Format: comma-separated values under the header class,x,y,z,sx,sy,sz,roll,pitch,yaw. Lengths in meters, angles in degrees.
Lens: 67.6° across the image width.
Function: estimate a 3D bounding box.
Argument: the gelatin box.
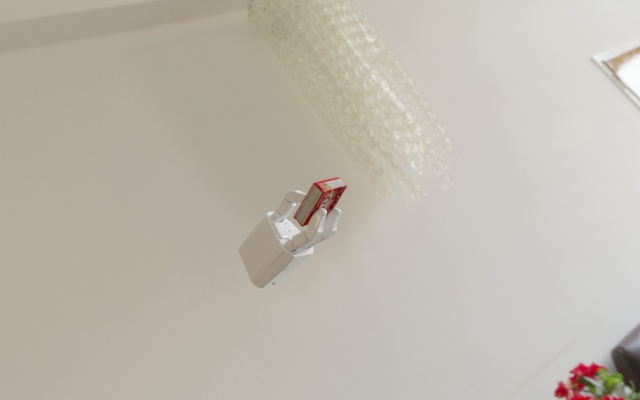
class,x,y,z,sx,sy,sz,roll,pitch,yaw
gelatin box,0.000,0.002,0.873,0.030,0.089,0.073,46,34,22
